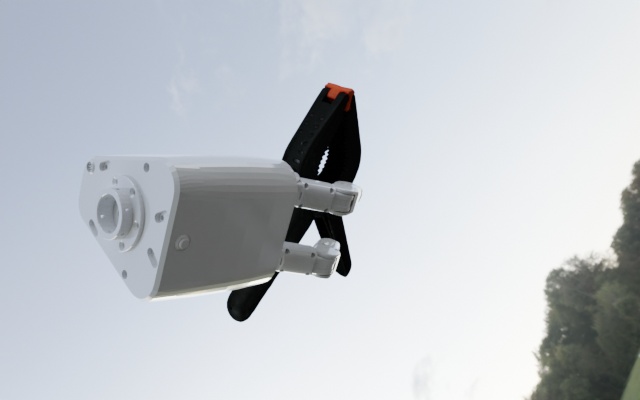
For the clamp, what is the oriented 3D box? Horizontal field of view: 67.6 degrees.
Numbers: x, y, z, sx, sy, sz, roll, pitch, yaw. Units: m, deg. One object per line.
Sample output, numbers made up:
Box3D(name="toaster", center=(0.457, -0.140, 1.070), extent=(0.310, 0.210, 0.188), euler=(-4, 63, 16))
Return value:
Box3D(name="clamp", center=(-0.001, 0.001, 0.440), extent=(0.036, 0.210, 0.164), euler=(25, 15, 32))
